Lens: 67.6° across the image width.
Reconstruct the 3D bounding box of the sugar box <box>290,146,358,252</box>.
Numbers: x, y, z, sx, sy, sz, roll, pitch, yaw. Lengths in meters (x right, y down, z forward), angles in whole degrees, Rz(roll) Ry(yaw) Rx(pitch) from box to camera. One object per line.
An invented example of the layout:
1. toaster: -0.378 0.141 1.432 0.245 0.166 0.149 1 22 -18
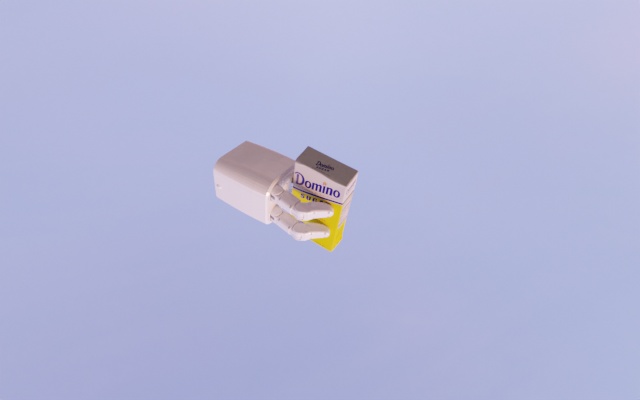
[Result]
1. sugar box: 0.000 0.003 0.779 0.093 0.048 0.176 28 -35 15
